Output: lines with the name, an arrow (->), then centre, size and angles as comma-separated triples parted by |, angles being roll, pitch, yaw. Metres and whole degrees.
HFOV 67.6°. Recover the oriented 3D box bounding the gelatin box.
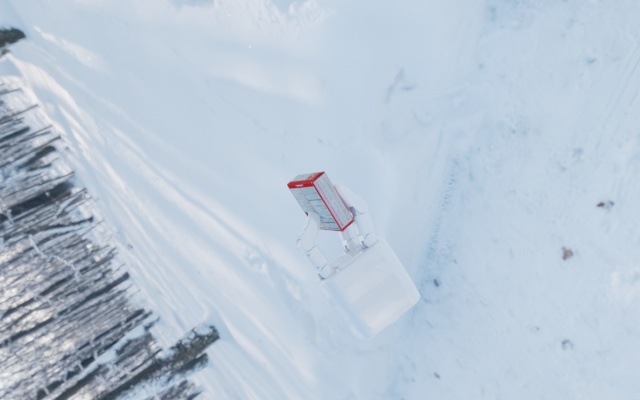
gelatin box -> 0.000, 0.002, 0.695 | 0.030, 0.089, 0.073 | -42, 20, -26
